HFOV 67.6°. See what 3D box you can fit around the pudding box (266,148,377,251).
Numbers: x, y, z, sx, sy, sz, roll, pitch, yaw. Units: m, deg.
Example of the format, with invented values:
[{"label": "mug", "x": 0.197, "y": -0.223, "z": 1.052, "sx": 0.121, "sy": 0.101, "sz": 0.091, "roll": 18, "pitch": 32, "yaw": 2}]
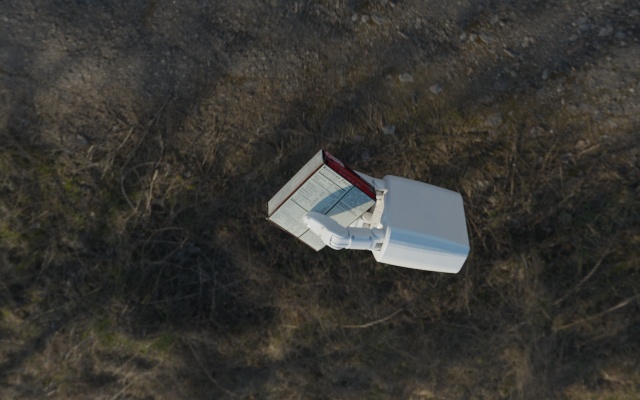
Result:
[{"label": "pudding box", "x": 0.000, "y": 0.002, "z": 0.597, "sx": 0.090, "sy": 0.113, "sz": 0.039, "roll": 36, "pitch": 26, "yaw": -24}]
